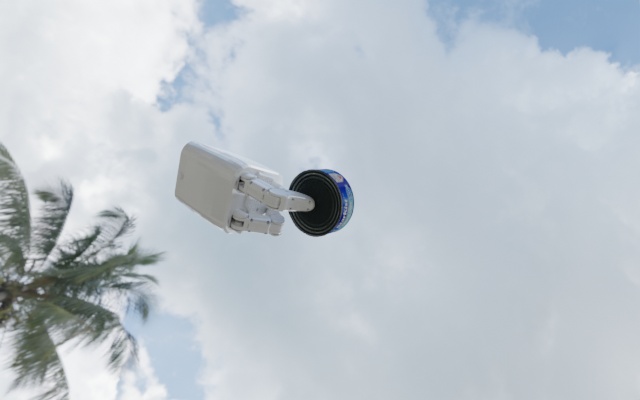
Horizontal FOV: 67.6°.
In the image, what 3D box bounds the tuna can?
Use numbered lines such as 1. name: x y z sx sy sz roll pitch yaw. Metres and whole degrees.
1. tuna can: 0.000 0.002 0.614 0.086 0.086 0.034 0 6 35
